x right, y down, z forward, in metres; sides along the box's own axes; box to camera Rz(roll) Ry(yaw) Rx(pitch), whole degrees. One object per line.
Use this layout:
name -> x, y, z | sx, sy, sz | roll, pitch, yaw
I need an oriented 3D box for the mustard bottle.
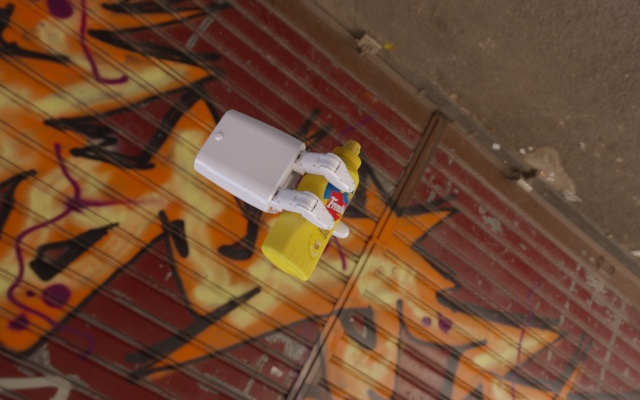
mustard bottle -> 0.000, 0.002, 0.615 | 0.058, 0.191, 0.096 | 20, -20, 29
